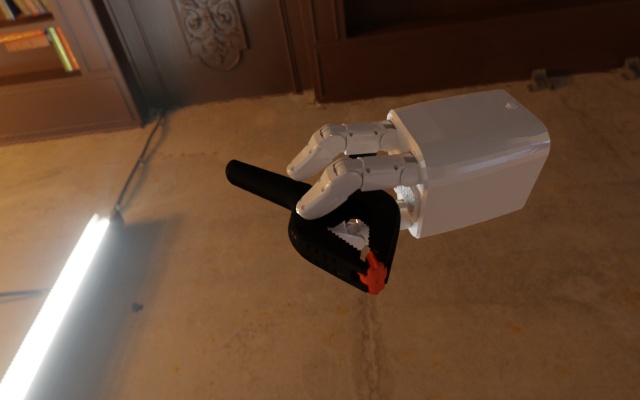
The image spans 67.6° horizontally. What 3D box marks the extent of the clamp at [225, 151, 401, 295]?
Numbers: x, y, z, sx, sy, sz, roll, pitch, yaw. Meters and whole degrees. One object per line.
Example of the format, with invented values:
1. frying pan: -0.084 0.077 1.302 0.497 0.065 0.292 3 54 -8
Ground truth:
1. clamp: 0.001 0.002 0.423 0.164 0.036 0.209 -13 39 -3
